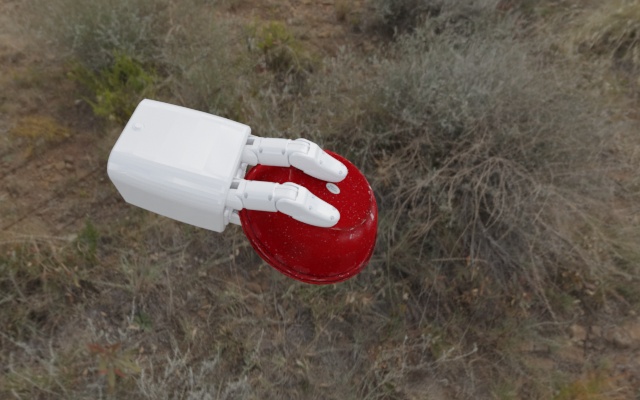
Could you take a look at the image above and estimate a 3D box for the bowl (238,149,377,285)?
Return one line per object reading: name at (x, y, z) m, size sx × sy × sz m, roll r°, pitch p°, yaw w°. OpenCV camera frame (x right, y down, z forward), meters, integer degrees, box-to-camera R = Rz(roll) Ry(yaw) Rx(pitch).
bowl at (0.001, 0.002, 0.493) m, size 0.162 × 0.162 × 0.055 m, roll 0°, pitch -29°, yaw -28°
